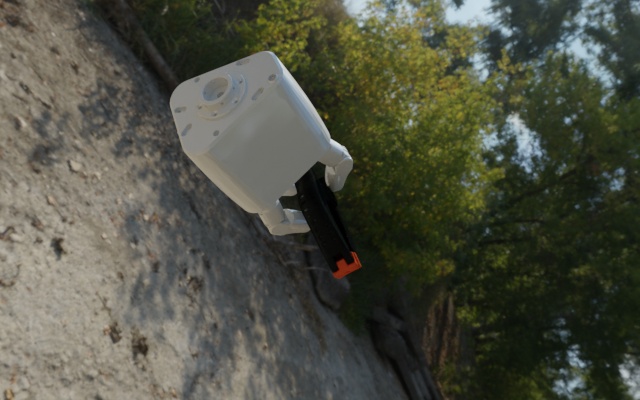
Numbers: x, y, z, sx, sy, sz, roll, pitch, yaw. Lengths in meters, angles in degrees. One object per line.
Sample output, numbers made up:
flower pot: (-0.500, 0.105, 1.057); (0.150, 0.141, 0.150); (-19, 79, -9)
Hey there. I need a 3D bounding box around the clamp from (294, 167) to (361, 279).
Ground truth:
clamp: (0.001, 0.002, 0.551); (0.036, 0.209, 0.165); (-30, -34, 8)
